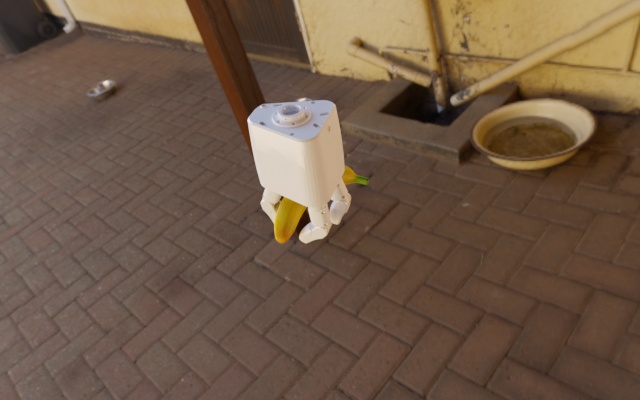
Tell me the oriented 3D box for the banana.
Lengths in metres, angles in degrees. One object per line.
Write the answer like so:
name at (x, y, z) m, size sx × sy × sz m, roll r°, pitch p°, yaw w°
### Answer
banana at (-0.011, -0.009, 0.730) m, size 0.069 × 0.037 × 0.197 m, roll 35°, pitch 53°, yaw 28°
